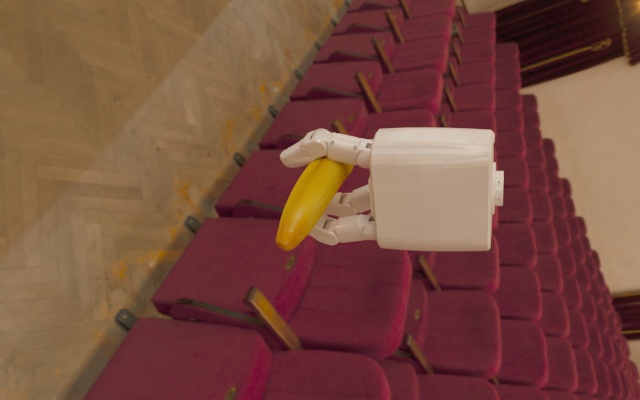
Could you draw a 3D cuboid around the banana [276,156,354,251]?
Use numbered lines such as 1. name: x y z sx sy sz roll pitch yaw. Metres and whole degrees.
1. banana: 0.004 -0.016 0.486 0.037 0.070 0.197 16 23 11
